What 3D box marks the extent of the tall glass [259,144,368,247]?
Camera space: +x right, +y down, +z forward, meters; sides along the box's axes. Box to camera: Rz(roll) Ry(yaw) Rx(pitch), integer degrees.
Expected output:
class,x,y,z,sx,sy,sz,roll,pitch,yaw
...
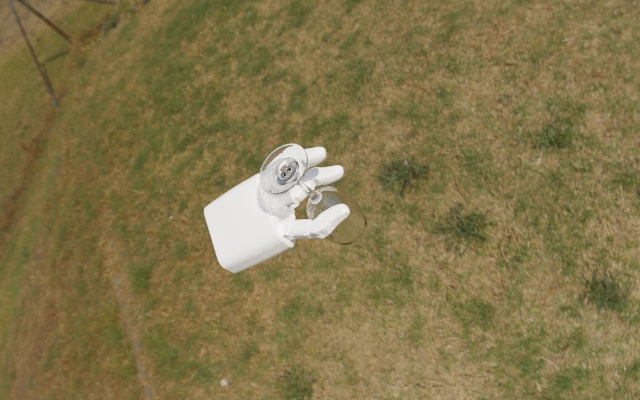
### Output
class,x,y,z,sx,sy,sz,roll,pitch,yaw
tall glass,0.000,0.002,0.688,0.079,0.079,0.201,0,-26,33
